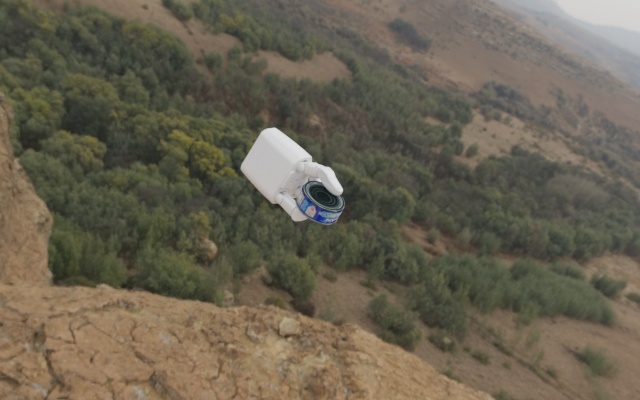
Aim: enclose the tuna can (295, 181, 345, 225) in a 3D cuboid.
[{"bbox_3d":[0.000,0.002,0.862,0.086,0.034,0.086,22,32,-14],"label":"tuna can"}]
